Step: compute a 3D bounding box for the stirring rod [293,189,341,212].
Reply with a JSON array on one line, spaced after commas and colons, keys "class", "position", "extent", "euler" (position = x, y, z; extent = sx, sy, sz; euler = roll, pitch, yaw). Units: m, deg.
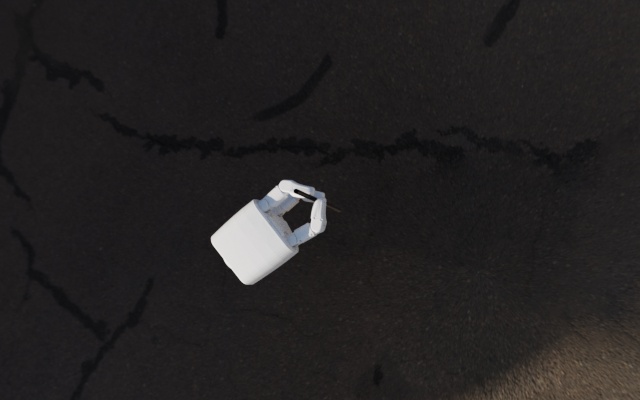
[{"class": "stirring rod", "position": [0.000, 0.003, 0.835], "extent": [0.011, 0.011, 0.239], "euler": [0, -8, 18]}]
